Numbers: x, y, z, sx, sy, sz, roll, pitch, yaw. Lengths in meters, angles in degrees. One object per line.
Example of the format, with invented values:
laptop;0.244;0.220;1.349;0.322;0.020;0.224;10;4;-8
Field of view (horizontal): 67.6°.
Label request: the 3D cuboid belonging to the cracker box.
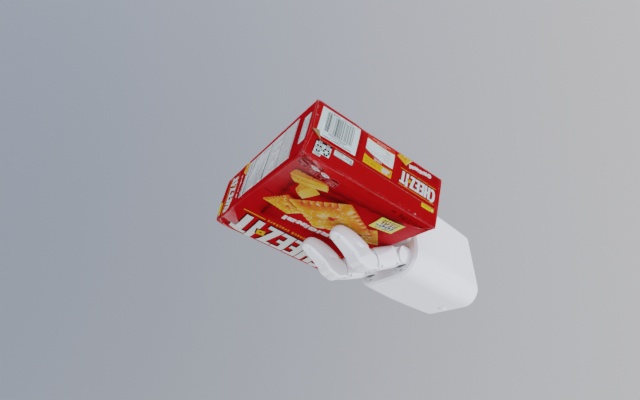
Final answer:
cracker box;0.000;0.002;0.540;0.164;0.072;0.214;29;-33;-22
